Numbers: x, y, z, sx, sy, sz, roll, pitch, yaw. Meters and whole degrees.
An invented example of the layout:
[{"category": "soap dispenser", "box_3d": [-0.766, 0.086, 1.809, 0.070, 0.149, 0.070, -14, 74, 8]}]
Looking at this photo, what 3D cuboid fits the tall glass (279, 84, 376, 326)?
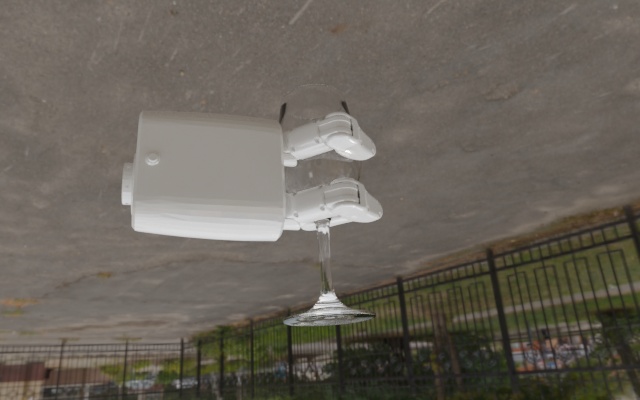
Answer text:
[{"category": "tall glass", "box_3d": [0.000, 0.002, 0.412, 0.079, 0.201, 0.079, -3, -21, -1]}]
